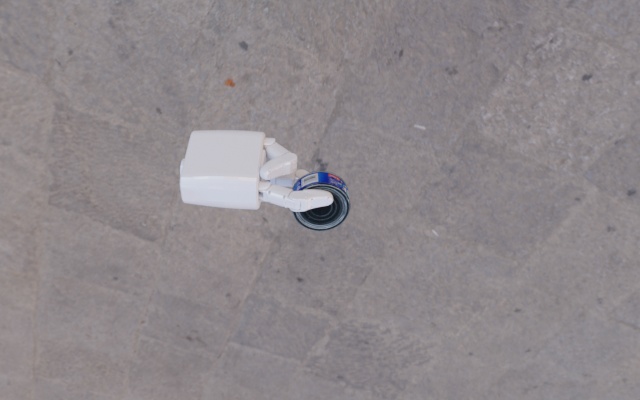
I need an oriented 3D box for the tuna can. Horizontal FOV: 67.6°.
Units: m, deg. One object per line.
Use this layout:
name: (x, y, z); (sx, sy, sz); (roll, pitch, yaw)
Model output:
tuna can: (0.000, 0.003, 0.686); (0.086, 0.086, 0.033); (0, 35, -3)
